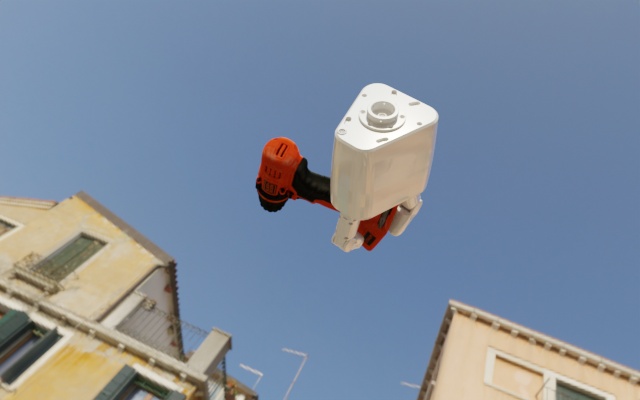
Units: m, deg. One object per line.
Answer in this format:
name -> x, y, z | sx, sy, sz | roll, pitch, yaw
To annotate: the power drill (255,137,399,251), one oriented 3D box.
power drill -> 0.001, 0.002, 0.647 | 0.187, 0.057, 0.184 | 24, -21, 0
